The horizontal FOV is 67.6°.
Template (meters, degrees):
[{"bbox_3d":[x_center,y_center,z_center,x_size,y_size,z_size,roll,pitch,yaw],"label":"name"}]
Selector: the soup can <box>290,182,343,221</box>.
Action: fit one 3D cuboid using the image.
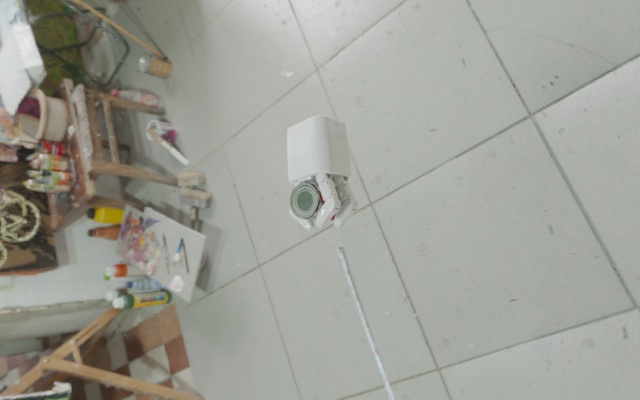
[{"bbox_3d":[0.000,0.003,0.885,0.068,0.068,0.102,0,-3,36],"label":"soup can"}]
